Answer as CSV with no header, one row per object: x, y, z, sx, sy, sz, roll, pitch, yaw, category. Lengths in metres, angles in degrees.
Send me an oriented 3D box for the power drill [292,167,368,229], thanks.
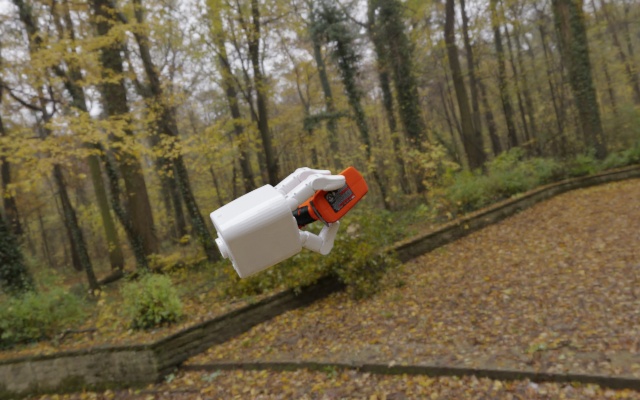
0.000,0.003,0.840,0.184,0.057,0.188,-43,8,-32,power drill
